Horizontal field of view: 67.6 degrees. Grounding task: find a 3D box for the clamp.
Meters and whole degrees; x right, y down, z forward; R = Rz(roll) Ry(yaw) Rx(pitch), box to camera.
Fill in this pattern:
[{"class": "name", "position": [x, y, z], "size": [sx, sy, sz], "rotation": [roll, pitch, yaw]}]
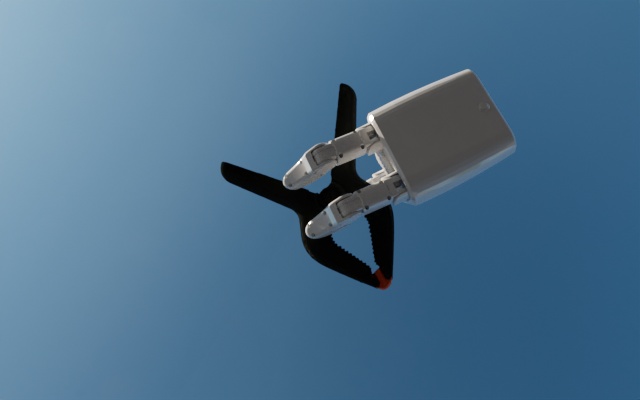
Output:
[{"class": "clamp", "position": [0.001, 0.002, 0.482], "size": [0.164, 0.210, 0.036], "rotation": [-27, -16, 5]}]
